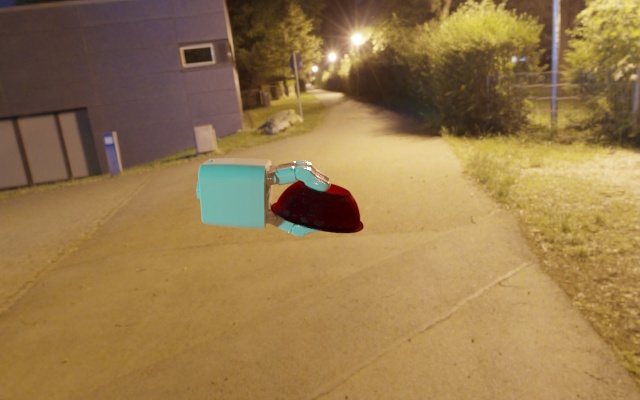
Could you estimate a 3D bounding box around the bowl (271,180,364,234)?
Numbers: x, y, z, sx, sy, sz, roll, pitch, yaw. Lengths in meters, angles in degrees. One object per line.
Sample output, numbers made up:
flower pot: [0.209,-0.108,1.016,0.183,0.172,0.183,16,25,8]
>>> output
bowl: [0.001,0.002,0.804,0.162,0.055,0.162,12,13,-3]
